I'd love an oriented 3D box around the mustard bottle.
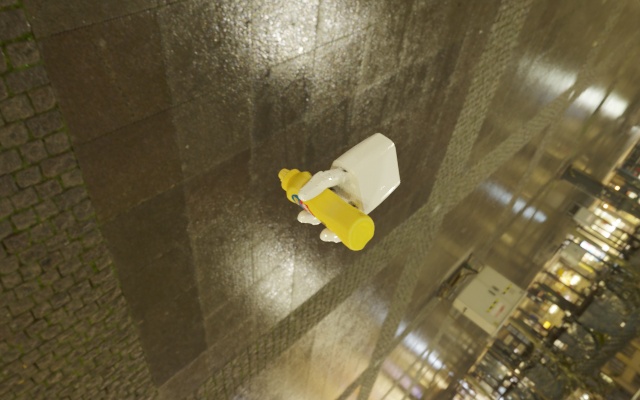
[{"bbox_3d":[0.000,0.003,0.799,0.191,0.058,0.096,38,-5,27],"label":"mustard bottle"}]
